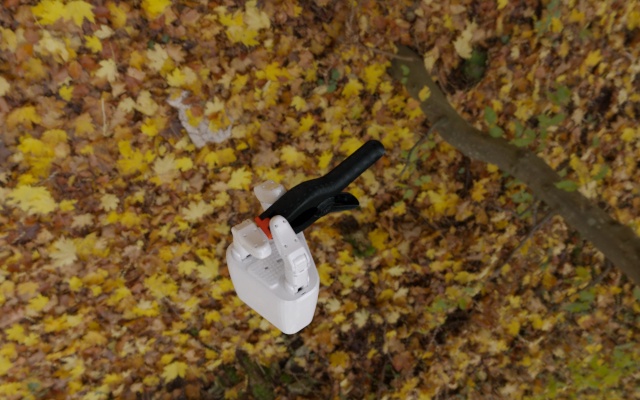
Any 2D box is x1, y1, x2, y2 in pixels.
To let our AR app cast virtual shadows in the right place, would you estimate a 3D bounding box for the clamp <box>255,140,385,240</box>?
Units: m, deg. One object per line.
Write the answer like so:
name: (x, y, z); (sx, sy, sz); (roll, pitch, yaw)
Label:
clamp: (0.000, 0.002, 0.567); (0.171, 0.039, 0.120); (-30, -30, -23)
